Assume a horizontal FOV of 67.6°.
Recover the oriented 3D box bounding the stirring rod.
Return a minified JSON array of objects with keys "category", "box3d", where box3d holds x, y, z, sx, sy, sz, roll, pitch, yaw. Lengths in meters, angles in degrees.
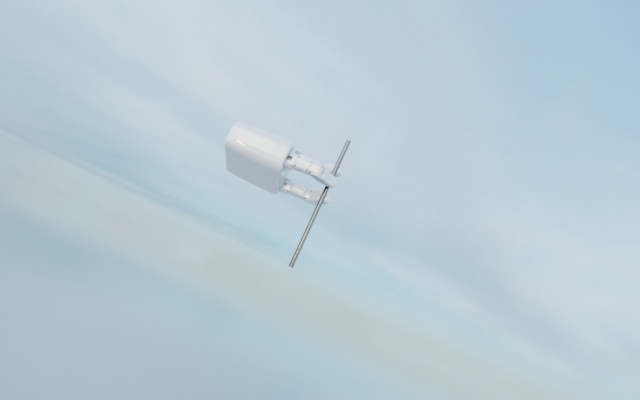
[{"category":"stirring rod","box3d":[0.000,0.003,0.808,0.011,0.239,0.011,24,-12,5]}]
